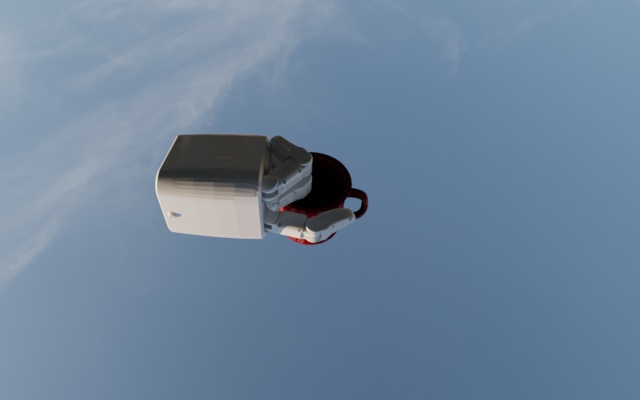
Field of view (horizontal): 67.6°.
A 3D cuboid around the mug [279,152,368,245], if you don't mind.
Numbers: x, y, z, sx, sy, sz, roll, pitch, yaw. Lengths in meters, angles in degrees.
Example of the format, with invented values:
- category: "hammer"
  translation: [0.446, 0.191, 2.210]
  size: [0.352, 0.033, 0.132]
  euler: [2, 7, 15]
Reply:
- category: "mug"
  translation: [0.002, 0.002, 0.590]
  size: [0.117, 0.093, 0.082]
  euler: [3, -38, -2]
